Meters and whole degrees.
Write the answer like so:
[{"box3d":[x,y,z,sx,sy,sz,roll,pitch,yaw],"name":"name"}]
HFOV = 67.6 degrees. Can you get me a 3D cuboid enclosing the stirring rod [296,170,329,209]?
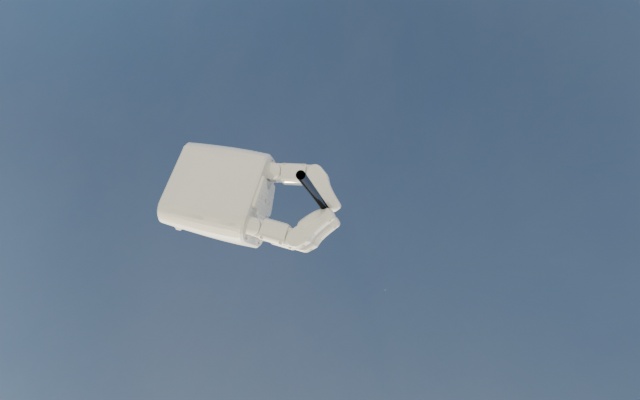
[{"box3d":[0.000,0.002,0.497,0.011,0.011,0.239,0,-11,8],"name":"stirring rod"}]
